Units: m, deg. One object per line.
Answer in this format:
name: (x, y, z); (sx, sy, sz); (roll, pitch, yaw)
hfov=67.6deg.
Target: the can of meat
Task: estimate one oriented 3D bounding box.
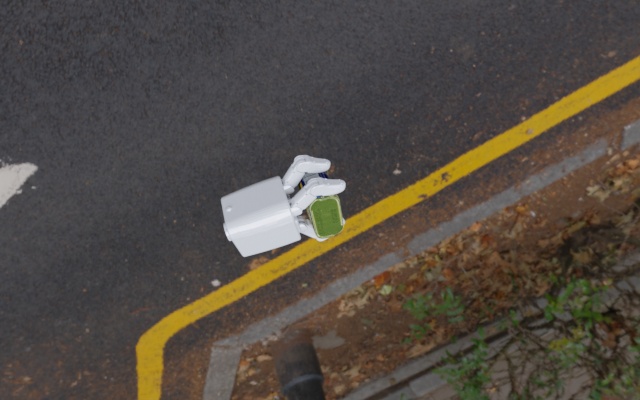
can of meat: (0.000, 0.003, 0.816); (0.057, 0.102, 0.084); (-17, 45, -5)
